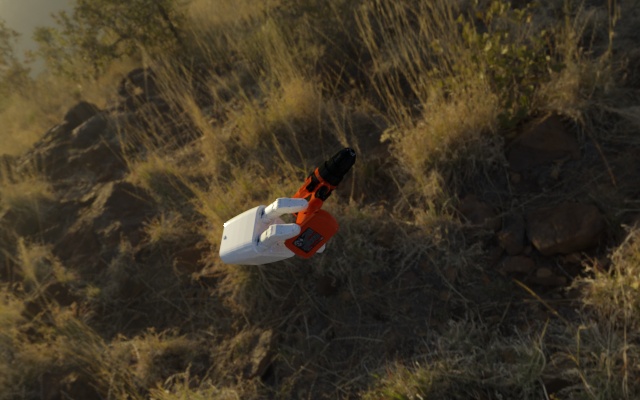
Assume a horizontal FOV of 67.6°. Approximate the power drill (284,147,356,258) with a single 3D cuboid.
[{"bbox_3d":[0.000,0.003,0.883,0.057,0.184,0.187,34,31,-16],"label":"power drill"}]
